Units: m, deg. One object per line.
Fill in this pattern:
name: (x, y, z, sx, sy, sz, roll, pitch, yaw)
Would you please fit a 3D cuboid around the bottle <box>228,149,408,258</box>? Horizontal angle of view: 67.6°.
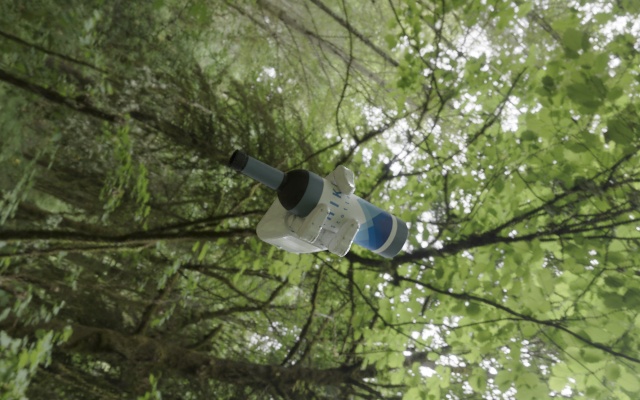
bottle: (0.000, 0.002, 0.708, 0.296, 0.069, 0.069, 27, -12, -26)
